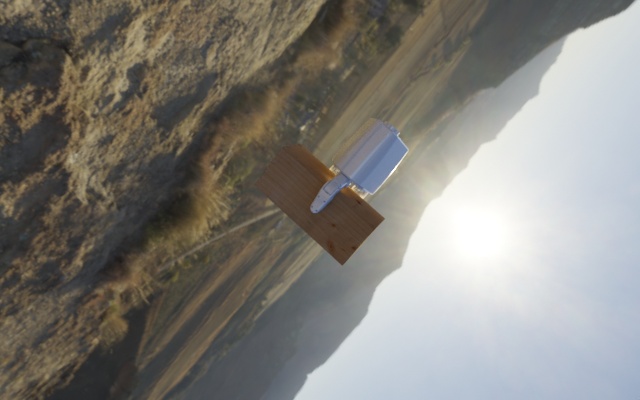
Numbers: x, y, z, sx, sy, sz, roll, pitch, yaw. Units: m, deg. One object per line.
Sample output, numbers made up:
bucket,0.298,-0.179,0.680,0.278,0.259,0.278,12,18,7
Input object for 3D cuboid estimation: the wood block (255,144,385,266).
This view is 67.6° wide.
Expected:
wood block,0.000,0.003,0.837,0.206,0.090,0.091,42,20,8
